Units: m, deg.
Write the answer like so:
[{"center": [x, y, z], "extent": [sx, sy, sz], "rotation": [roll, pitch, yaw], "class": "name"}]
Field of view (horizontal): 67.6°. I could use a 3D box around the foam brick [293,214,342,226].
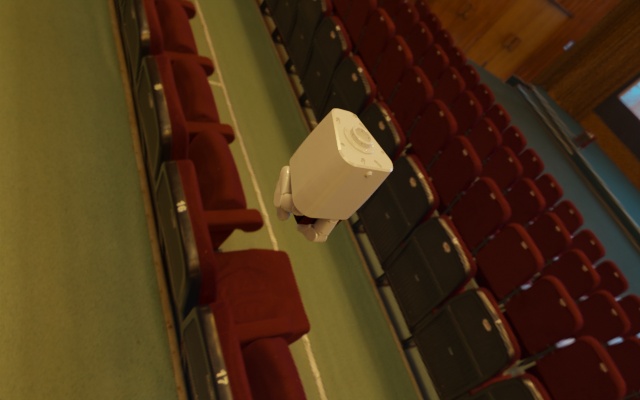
[{"center": [0.000, 0.002, 0.709], "extent": [0.078, 0.053, 0.051], "rotation": [5, -40, -40], "class": "foam brick"}]
